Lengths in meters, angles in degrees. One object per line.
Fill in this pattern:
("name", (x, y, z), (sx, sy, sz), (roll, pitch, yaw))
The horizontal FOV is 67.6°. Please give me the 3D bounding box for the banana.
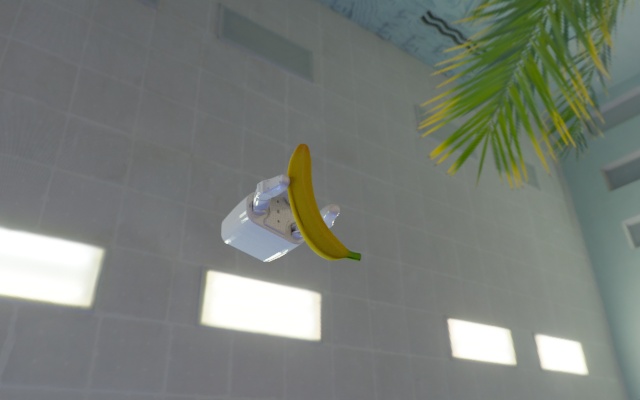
("banana", (-0.012, 0.009, 0.696), (0.069, 0.197, 0.037), (-14, -15, -42))
